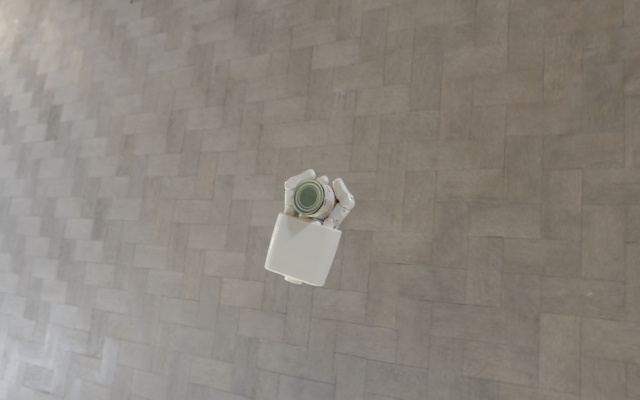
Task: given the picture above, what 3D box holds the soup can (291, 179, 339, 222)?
[{"bbox_3d":[0.000,0.002,0.875,0.068,0.068,0.102,0,-11,28],"label":"soup can"}]
